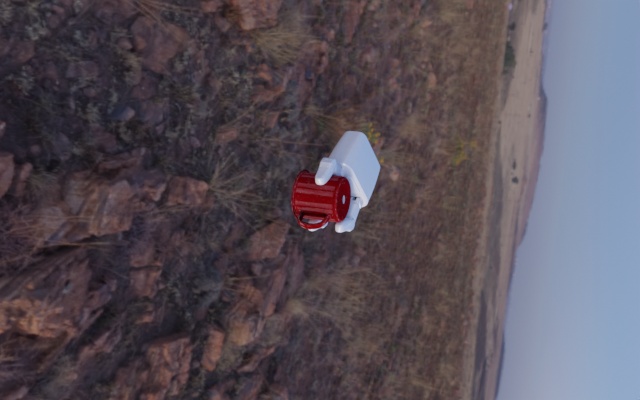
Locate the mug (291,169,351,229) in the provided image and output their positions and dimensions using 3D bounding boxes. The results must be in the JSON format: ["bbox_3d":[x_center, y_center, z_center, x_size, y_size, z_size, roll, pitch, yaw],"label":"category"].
[{"bbox_3d":[0.000,0.004,0.843,0.081,0.117,0.093,7,-42,22],"label":"mug"}]
